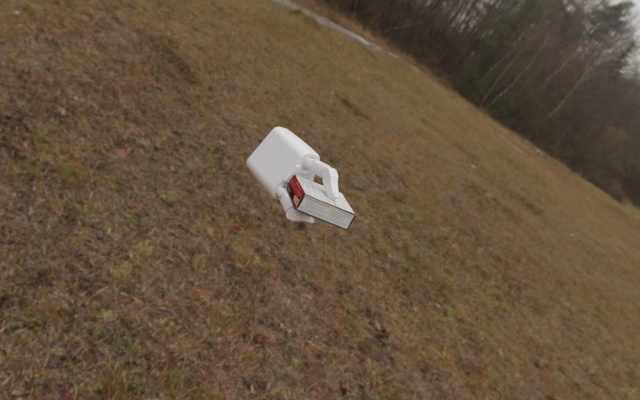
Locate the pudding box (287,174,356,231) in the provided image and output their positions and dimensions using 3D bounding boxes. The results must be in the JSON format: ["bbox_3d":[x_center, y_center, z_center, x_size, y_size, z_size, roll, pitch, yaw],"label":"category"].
[{"bbox_3d":[0.000,0.003,0.872,0.113,0.039,0.090,21,20,-24],"label":"pudding box"}]
